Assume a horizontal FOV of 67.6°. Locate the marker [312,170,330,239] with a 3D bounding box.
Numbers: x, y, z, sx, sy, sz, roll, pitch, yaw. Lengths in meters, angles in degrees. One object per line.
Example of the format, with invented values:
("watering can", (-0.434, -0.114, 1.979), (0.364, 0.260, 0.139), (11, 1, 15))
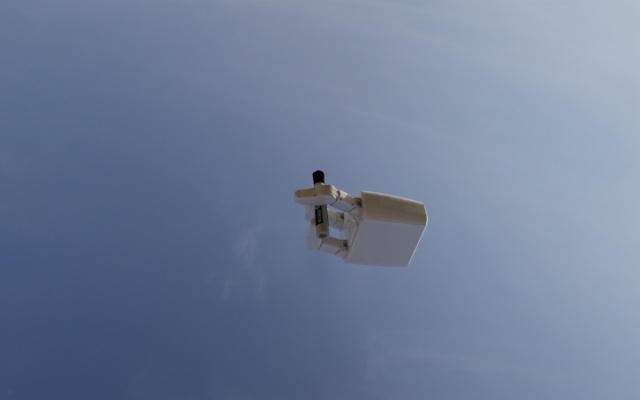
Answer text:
("marker", (0.000, 0.002, 0.696), (0.020, 0.121, 0.020), (-2, -40, -2))
